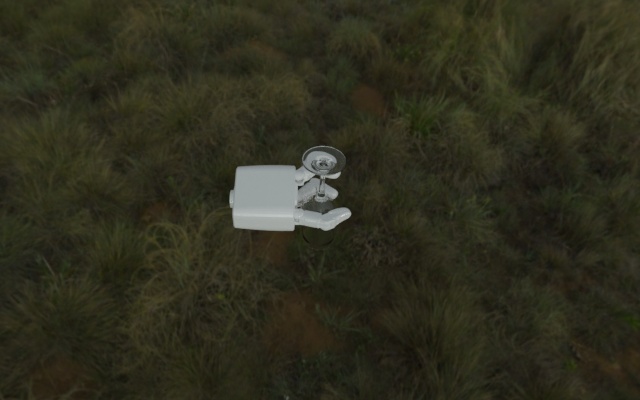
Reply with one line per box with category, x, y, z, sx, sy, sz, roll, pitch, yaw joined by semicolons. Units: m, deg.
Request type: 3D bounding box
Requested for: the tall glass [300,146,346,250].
tall glass;0.000;0.002;0.864;0.079;0.079;0.201;2;-45;-2
